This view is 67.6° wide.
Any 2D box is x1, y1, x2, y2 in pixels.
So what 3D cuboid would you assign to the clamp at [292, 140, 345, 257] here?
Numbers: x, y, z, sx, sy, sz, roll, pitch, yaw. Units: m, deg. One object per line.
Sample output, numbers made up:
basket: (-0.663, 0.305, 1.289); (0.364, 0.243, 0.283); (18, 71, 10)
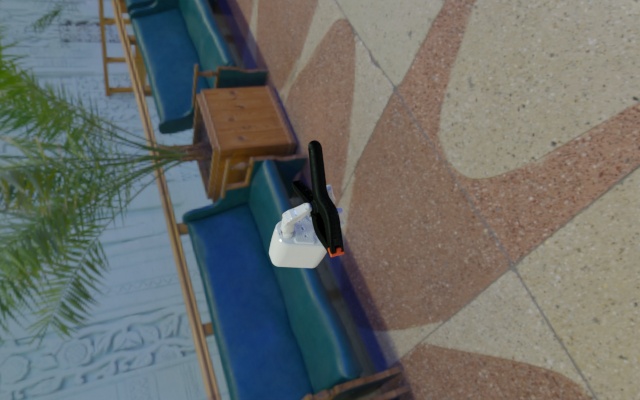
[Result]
clamp: (0.000, 0.004, 0.899); (0.036, 0.210, 0.165); (-12, -30, -21)
